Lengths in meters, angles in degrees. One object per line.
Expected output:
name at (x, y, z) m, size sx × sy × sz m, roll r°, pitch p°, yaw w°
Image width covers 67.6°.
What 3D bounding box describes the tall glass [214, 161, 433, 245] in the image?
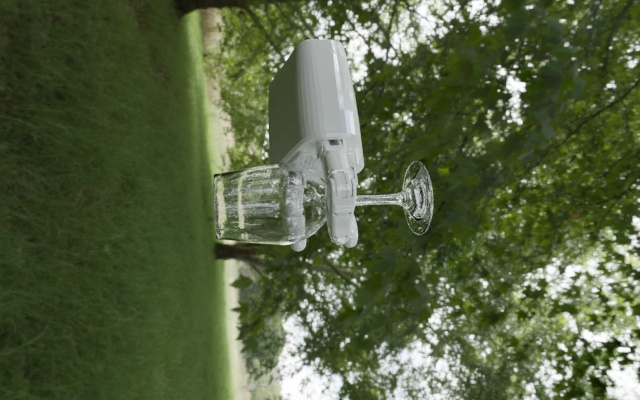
tall glass at (0.001, 0.002, 0.462) m, size 0.201 × 0.079 × 0.079 m, roll -3°, pitch 0°, yaw -11°
